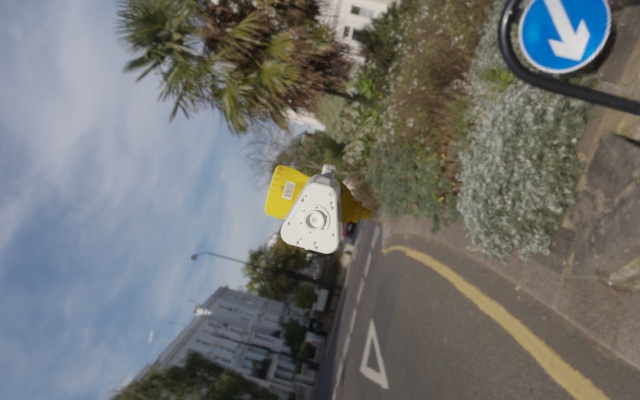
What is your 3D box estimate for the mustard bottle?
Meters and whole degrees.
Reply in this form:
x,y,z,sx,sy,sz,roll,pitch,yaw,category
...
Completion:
x,y,z,sx,sy,sz,roll,pitch,yaw,category
0.000,0.003,0.885,0.191,0.096,0.058,14,-15,1,mustard bottle
